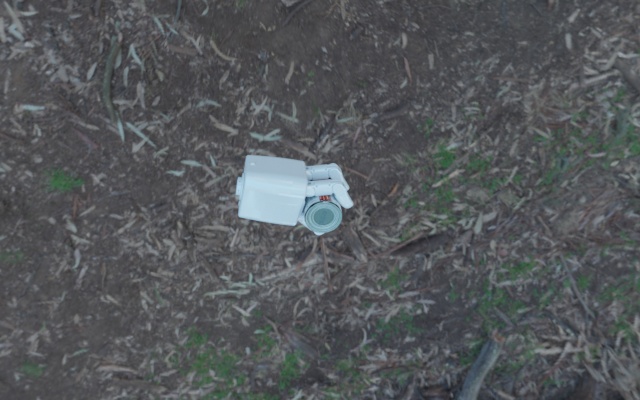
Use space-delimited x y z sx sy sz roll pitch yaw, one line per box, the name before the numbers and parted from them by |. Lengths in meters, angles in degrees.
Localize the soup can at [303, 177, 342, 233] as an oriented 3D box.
soup can | 0.001 0.003 0.866 0.068 0.068 0.102 0 32 -7
